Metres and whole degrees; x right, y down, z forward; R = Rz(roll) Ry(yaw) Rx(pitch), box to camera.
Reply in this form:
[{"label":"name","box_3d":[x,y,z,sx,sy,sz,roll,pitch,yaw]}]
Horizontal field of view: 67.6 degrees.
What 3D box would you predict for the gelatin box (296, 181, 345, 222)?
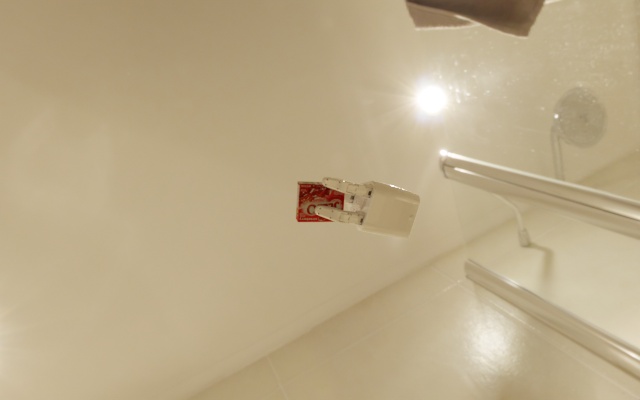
[{"label":"gelatin box","box_3d":[0.000,0.003,0.895,0.089,0.073,0.030,1,12,-13]}]
